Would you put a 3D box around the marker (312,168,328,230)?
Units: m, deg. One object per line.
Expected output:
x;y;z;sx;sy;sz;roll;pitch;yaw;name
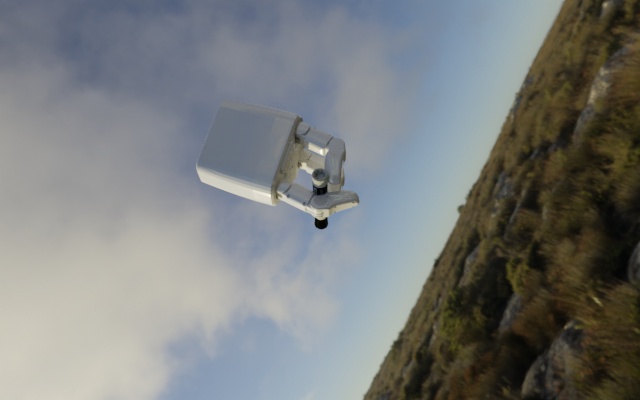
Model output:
0.000;0.002;0.602;0.020;0.020;0.121;0;-32;1;marker
